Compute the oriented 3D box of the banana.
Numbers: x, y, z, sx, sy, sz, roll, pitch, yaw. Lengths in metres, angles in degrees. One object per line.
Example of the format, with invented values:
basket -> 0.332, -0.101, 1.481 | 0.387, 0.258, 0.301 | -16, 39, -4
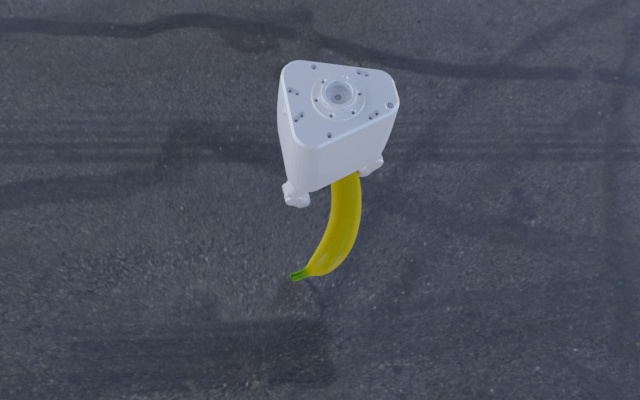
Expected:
banana -> 0.017, 0.009, 0.596 | 0.069, 0.197, 0.037 | 13, -17, 4
